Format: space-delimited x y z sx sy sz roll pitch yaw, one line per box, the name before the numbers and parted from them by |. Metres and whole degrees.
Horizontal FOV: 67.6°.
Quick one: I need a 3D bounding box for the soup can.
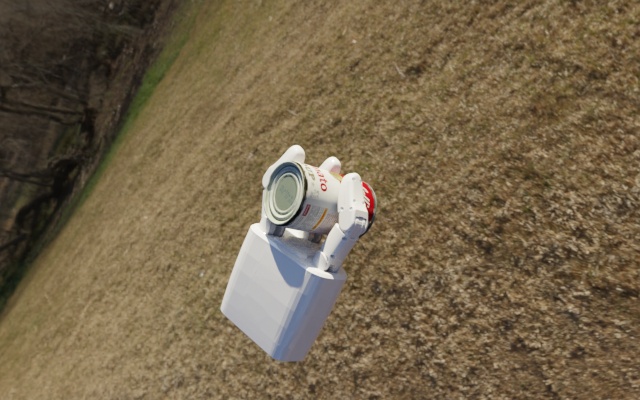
soup can | 0.000 0.001 0.501 0.102 0.068 0.068 14 -9 -40
